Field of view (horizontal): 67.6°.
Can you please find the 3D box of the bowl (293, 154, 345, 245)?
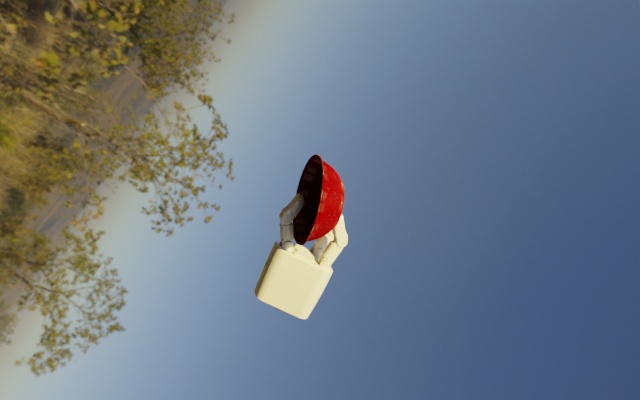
[{"bbox_3d":[0.001,0.002,0.839,0.055,0.162,0.162,10,-3,-17],"label":"bowl"}]
